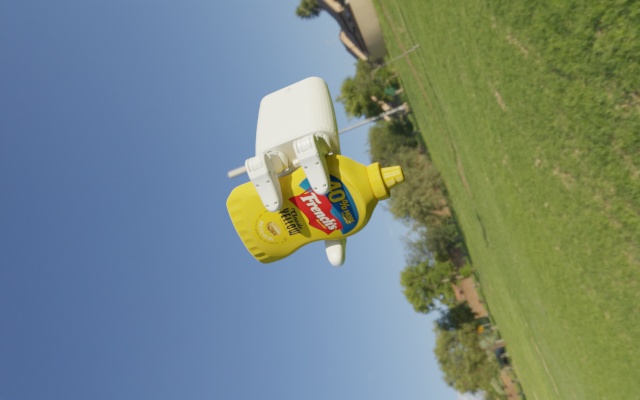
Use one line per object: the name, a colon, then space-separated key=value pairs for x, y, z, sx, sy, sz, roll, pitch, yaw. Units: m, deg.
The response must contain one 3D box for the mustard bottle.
mustard bottle: x=0.000 y=0.002 z=0.530 sx=0.191 sy=0.096 sz=0.058 roll=-19 pitch=22 yaw=15
